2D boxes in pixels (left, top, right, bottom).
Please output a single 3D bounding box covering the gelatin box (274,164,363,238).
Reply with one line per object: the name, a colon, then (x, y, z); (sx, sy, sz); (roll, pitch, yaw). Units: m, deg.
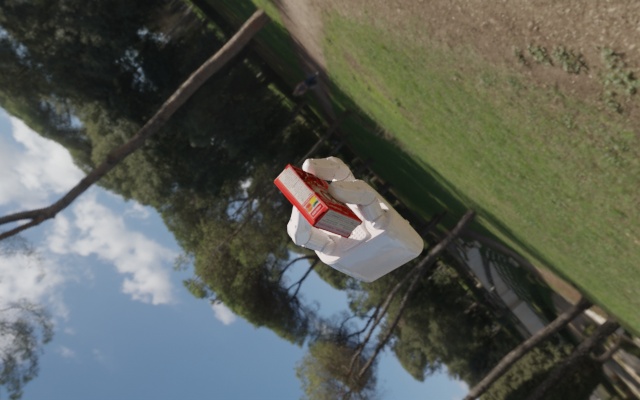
gelatin box: (0.000, 0.002, 0.531); (0.073, 0.030, 0.089); (48, 13, 29)
